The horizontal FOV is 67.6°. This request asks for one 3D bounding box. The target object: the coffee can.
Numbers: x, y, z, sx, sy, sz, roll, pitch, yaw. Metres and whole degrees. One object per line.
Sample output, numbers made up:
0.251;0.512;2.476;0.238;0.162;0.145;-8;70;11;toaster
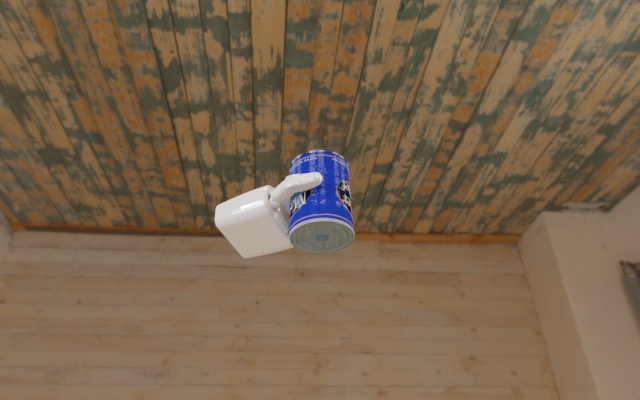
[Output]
0.000;0.003;0.784;0.103;0.140;0.103;-2;-34;-1;coffee can
